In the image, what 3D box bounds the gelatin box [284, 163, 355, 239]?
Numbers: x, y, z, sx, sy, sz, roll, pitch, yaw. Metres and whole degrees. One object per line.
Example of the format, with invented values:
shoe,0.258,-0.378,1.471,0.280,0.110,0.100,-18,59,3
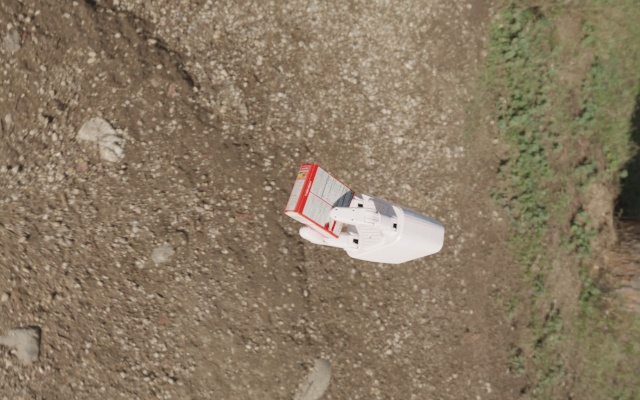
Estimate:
gelatin box,0.000,0.002,0.646,0.030,0.073,0.089,0,-25,46
